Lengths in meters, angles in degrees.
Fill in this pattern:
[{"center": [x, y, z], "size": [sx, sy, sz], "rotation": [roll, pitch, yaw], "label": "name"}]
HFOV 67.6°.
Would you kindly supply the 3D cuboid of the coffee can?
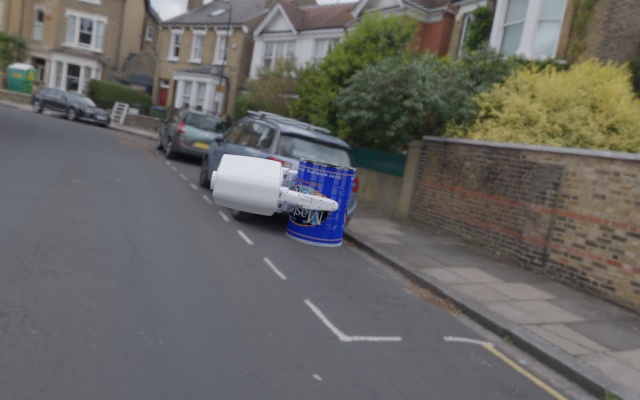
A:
[{"center": [0.000, 0.003, 0.851], "size": [0.103, 0.140, 0.103], "rotation": [11, 7, -1], "label": "coffee can"}]
